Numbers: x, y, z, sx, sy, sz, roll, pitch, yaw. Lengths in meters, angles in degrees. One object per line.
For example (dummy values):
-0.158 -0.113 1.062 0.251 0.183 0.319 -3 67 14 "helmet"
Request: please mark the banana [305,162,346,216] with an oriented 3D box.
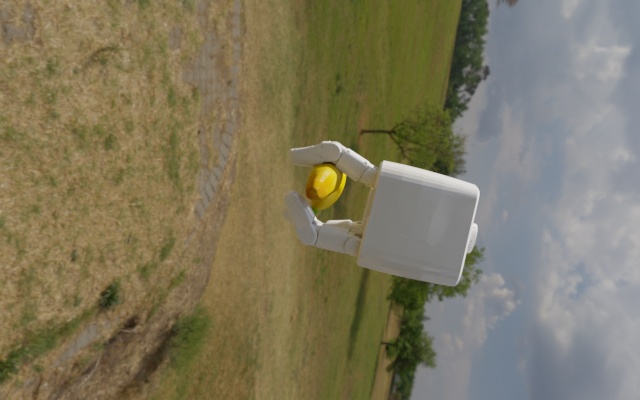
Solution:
0.007 -0.015 0.569 0.037 0.069 0.198 21 -10 3 "banana"
